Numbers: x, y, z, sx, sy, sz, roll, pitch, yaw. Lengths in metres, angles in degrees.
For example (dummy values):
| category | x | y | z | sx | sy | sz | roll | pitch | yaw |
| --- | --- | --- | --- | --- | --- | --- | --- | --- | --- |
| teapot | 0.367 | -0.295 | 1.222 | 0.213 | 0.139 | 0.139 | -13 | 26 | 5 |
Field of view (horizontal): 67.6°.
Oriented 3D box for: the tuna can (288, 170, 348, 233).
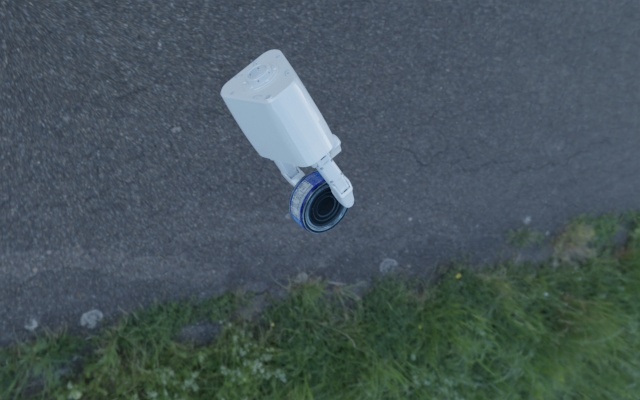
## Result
| category | x | y | z | sx | sy | sz | roll | pitch | yaw |
| --- | --- | --- | --- | --- | --- | --- | --- | --- | --- |
| tuna can | 0.000 | 0.002 | 0.661 | 0.086 | 0.086 | 0.033 | 0 | 26 | -41 |
